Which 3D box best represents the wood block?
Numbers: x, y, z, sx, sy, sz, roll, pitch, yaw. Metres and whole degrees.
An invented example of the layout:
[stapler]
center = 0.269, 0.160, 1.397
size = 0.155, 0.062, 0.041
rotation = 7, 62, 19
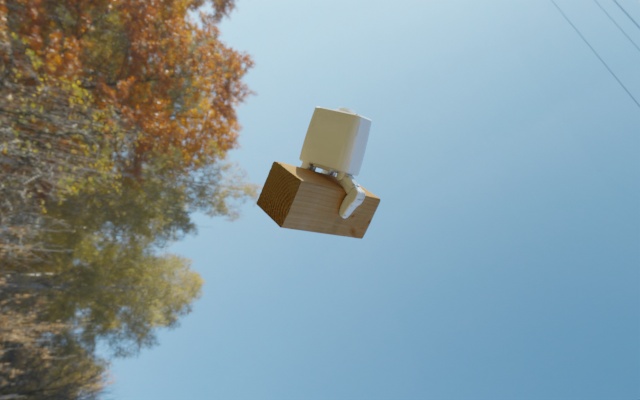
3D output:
[wood block]
center = 0.001, 0.003, 0.879
size = 0.206, 0.090, 0.090
rotation = 11, 19, -43
